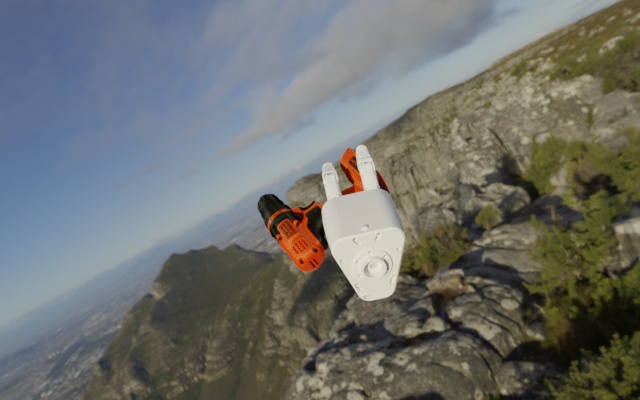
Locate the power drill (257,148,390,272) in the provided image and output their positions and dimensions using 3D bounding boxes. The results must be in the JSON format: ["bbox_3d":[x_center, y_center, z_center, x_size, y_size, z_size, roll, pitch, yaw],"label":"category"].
[{"bbox_3d":[0.001,0.002,0.755,0.184,0.187,0.057,47,-3,44],"label":"power drill"}]
